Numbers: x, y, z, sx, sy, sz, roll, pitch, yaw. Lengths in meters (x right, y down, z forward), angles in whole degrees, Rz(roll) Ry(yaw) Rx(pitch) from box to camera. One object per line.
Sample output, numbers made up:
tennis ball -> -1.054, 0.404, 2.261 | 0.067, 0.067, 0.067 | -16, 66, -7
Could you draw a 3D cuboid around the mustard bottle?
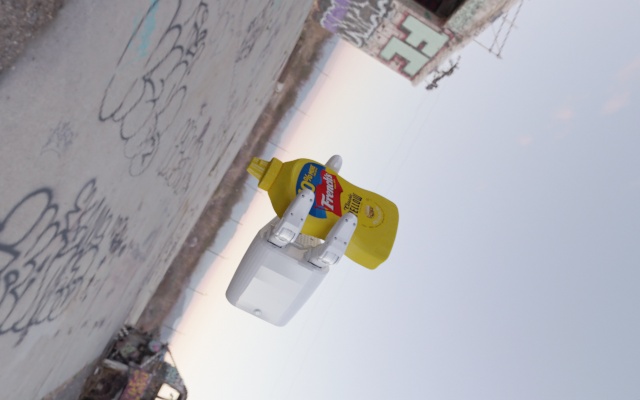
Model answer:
mustard bottle -> 0.000, 0.002, 0.572 | 0.191, 0.096, 0.058 | 28, -40, -11
